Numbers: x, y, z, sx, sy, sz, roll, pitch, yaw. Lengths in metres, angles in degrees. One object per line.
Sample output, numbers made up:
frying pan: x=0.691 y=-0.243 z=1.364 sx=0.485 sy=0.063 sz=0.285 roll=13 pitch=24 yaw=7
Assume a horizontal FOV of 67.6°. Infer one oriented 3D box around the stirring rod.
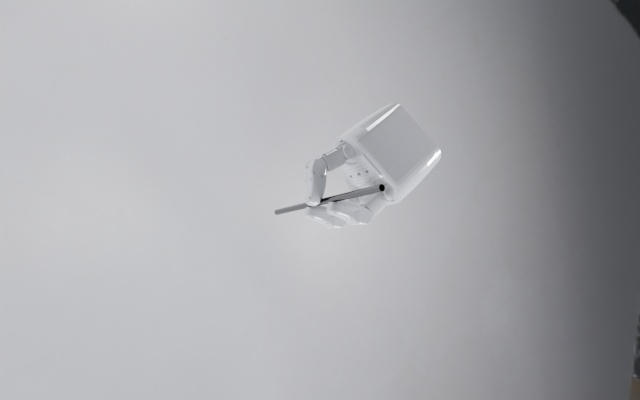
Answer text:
stirring rod: x=0.000 y=0.002 z=0.595 sx=0.011 sy=0.011 sz=0.239 roll=0 pitch=-7 yaw=-32
